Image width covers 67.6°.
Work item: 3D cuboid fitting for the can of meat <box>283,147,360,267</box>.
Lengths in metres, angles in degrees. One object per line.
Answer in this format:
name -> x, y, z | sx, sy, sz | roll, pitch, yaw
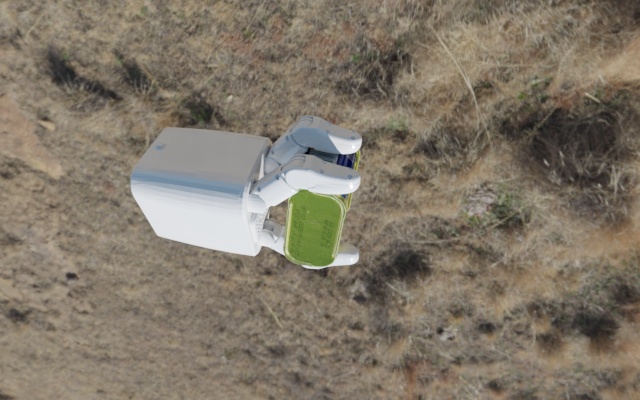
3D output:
can of meat -> 0.000, 0.002, 0.456 | 0.057, 0.102, 0.084 | 12, 41, 3
